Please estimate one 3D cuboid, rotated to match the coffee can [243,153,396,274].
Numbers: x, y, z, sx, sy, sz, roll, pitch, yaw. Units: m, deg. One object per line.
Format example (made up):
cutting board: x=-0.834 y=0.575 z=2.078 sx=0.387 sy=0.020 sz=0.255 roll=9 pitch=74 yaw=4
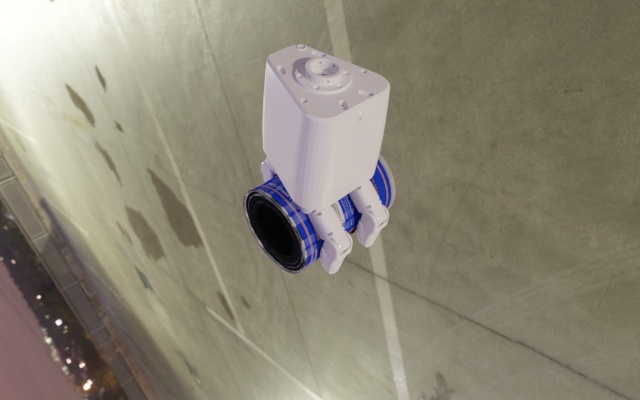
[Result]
coffee can: x=0.000 y=0.002 z=0.537 sx=0.140 sy=0.103 sz=0.103 roll=-33 pitch=18 yaw=-30
